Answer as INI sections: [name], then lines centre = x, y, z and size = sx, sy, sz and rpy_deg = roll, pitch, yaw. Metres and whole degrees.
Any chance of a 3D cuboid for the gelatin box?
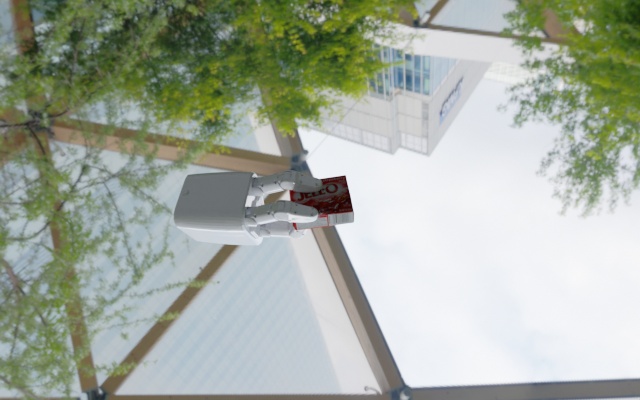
[gelatin box]
centre = 0.000, 0.003, 0.699
size = 0.089, 0.073, 0.030
rpy_deg = -8, -41, -2
